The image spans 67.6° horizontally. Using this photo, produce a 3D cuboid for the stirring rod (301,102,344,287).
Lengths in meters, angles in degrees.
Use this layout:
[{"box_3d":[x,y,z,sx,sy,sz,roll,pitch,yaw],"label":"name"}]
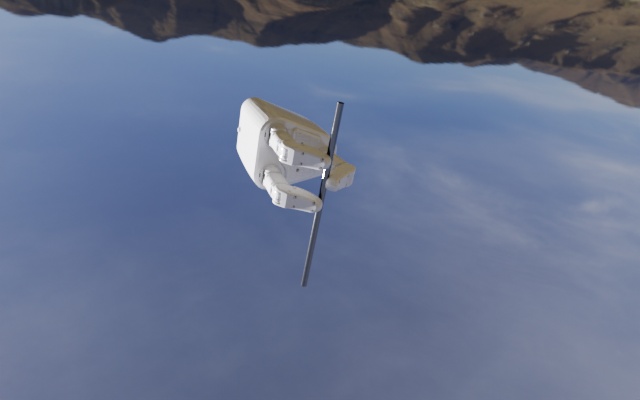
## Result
[{"box_3d":[0.000,0.002,0.564,0.011,0.240,0.011,9,25,-4],"label":"stirring rod"}]
